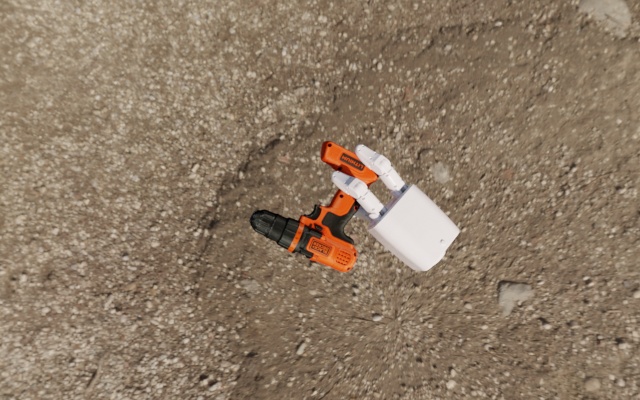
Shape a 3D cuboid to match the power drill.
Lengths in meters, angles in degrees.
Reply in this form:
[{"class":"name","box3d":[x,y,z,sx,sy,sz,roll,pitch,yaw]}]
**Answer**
[{"class":"power drill","box3d":[0.001,0.002,0.776,0.184,0.187,0.057,25,-1,-11]}]
